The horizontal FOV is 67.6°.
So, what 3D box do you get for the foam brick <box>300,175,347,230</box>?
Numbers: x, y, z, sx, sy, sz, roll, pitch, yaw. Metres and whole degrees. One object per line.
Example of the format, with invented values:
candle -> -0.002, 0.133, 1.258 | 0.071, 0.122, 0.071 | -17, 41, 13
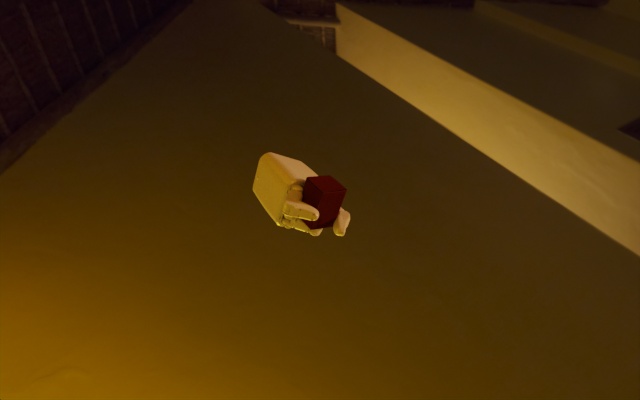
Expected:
foam brick -> 0.000, 0.002, 0.806 | 0.053, 0.078, 0.051 | -6, 38, -37
